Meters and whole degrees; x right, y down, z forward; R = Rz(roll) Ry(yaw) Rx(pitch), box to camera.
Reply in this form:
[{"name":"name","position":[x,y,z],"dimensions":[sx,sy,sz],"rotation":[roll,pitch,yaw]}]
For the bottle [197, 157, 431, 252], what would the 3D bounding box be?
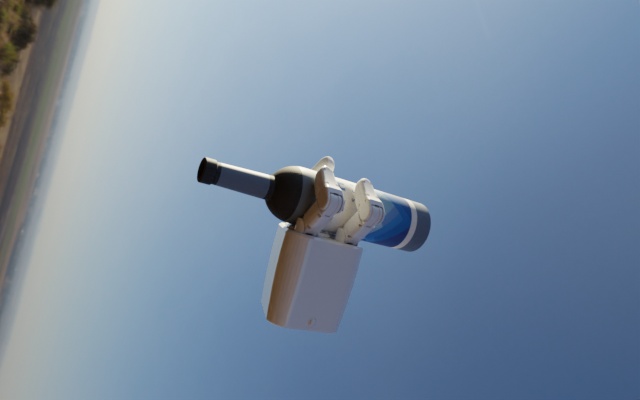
[{"name":"bottle","position":[0.000,0.002,0.568],"dimensions":[0.296,0.069,0.069],"rotation":[15,-8,-29]}]
